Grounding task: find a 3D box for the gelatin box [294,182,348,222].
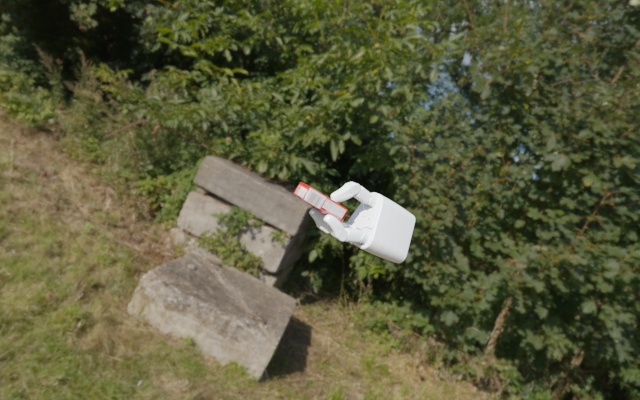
[{"bbox_3d":[0.000,0.002,0.896,0.089,0.030,0.073,31,1,-20],"label":"gelatin box"}]
